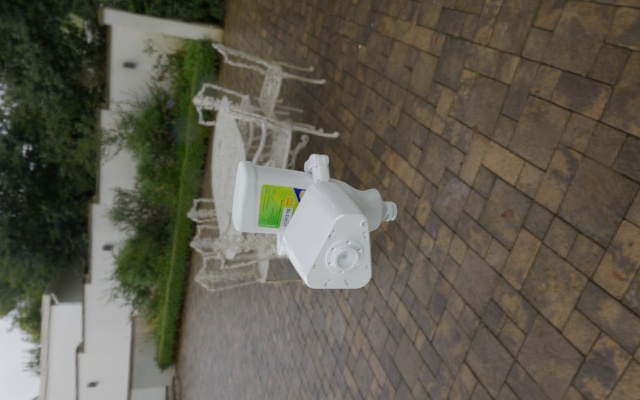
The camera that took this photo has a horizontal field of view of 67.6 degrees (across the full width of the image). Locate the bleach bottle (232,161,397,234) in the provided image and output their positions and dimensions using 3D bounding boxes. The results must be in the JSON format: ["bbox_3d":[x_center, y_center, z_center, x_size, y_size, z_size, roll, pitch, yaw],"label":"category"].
[{"bbox_3d":[0.000,0.002,0.718,0.251,0.102,0.068,3,20,-20],"label":"bleach bottle"}]
